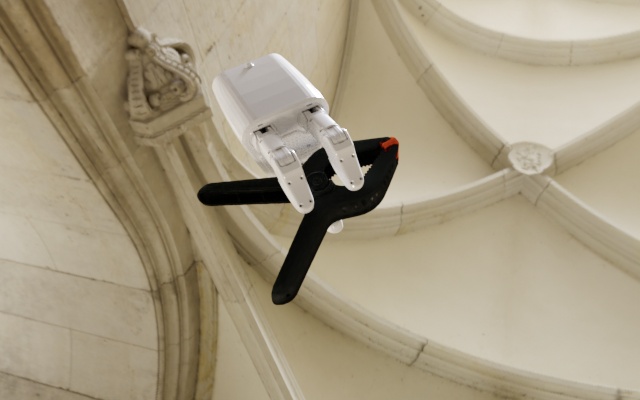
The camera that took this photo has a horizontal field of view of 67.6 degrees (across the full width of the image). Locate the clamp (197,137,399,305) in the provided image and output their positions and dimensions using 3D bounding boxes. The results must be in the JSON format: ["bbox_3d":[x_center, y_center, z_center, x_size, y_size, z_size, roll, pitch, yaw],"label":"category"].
[{"bbox_3d":[0.001,0.002,0.473,0.210,0.164,0.036,-25,-39,-14],"label":"clamp"}]
